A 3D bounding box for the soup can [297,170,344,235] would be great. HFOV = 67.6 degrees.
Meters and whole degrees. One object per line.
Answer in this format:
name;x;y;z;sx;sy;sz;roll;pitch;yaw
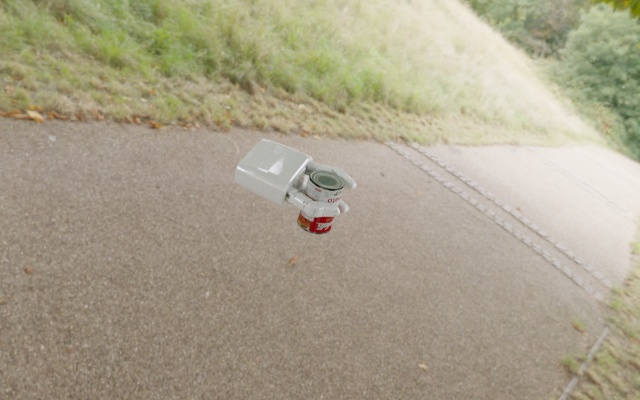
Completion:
soup can;0.001;0.003;0.888;0.068;0.102;0.068;12;31;-7
